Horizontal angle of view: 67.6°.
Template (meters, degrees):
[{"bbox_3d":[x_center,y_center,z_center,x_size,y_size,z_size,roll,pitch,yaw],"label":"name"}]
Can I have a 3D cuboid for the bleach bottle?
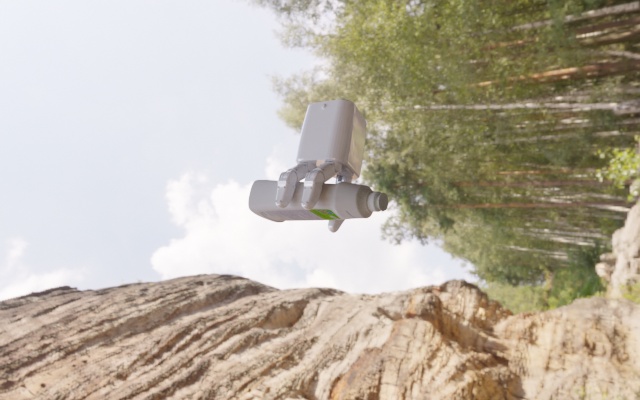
[{"bbox_3d":[0.000,0.003,0.787,0.251,0.068,0.102,1,-14,38],"label":"bleach bottle"}]
